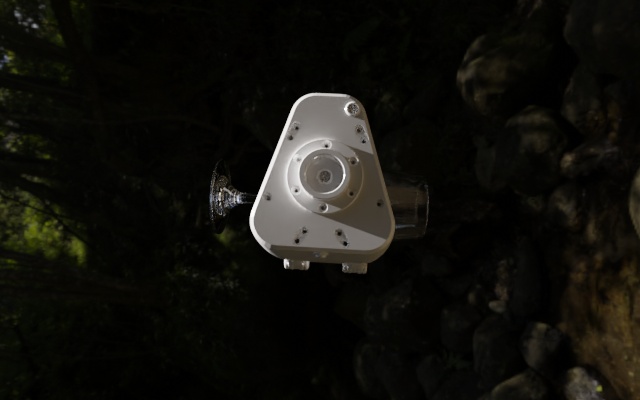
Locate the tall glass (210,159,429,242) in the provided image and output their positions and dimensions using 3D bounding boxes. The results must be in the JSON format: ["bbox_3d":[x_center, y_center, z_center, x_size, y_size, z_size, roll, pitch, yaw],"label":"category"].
[{"bbox_3d":[-0.001,0.001,0.467,0.201,0.079,0.079,3,0,2],"label":"tall glass"}]
